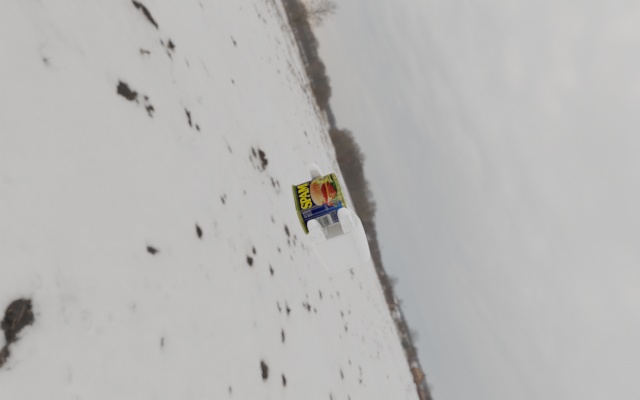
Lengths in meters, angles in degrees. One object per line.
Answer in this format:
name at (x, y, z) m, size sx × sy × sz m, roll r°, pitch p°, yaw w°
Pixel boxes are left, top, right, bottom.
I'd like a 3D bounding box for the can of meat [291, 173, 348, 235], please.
can of meat at (0.000, 0.003, 0.850) m, size 0.084 × 0.057 × 0.102 m, roll -19°, pitch 39°, yaw 4°
